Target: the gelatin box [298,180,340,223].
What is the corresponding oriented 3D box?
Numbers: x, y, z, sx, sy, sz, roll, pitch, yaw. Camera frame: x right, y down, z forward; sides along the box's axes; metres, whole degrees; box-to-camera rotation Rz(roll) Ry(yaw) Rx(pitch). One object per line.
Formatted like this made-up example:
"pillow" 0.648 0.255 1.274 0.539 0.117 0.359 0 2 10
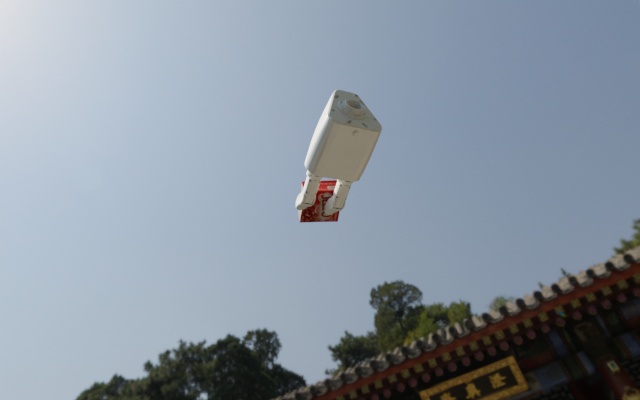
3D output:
"gelatin box" 0.000 0.003 0.874 0.073 0.030 0.089 -1 -42 -10
